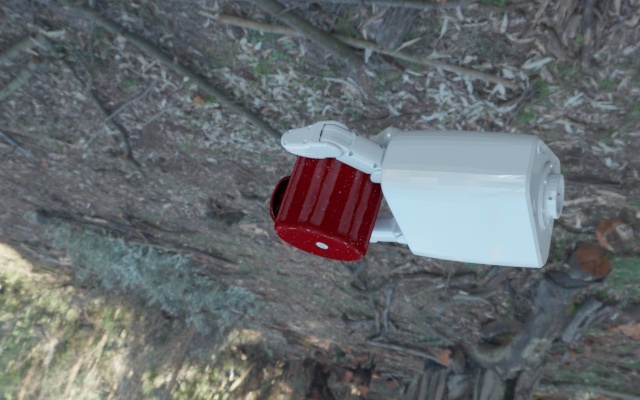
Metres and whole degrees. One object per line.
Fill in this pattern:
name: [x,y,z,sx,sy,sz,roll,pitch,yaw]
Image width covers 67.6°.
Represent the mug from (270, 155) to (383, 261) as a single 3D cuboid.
mug: [-0.001,0.001,0.421,0.117,0.081,0.093,3,-23,37]
